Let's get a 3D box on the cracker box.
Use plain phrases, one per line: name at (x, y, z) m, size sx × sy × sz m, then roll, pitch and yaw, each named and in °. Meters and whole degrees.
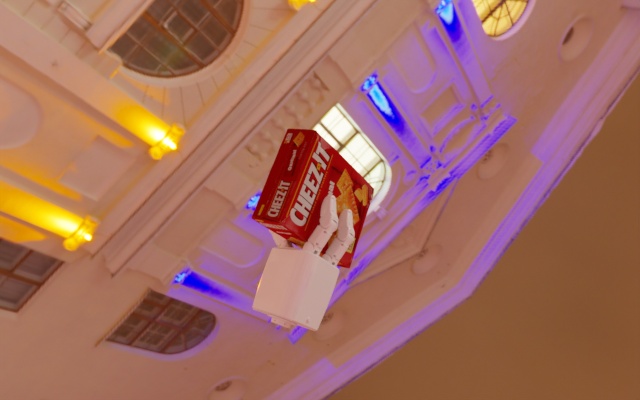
cracker box at (0.000, 0.003, 0.815) m, size 0.072 × 0.164 × 0.214 m, roll 7°, pitch -21°, yaw 37°
